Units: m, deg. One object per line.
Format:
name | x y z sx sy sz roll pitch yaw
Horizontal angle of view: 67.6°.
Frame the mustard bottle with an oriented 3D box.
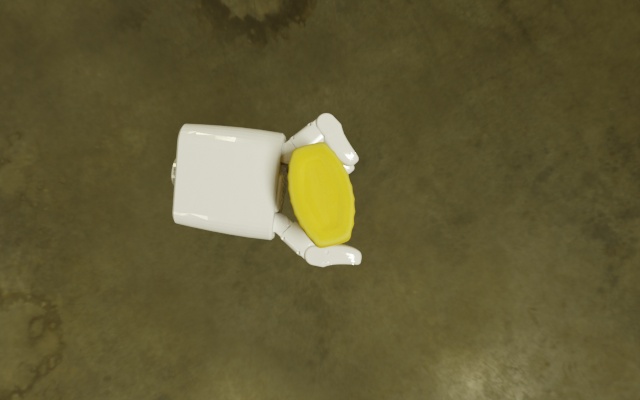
mustard bottle | 0.000 0.002 0.521 0.058 0.096 0.191 -16 -5 -2
